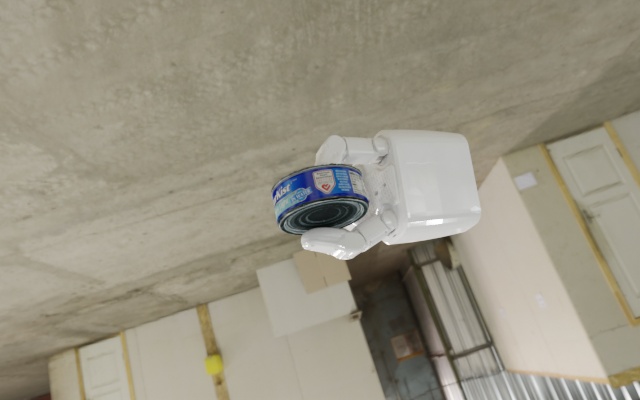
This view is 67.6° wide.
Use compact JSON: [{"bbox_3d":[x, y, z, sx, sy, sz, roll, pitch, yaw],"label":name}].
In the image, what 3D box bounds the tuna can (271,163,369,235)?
[{"bbox_3d":[0.000,0.002,0.433,0.086,0.033,0.086,-11,-22,-4],"label":"tuna can"}]
